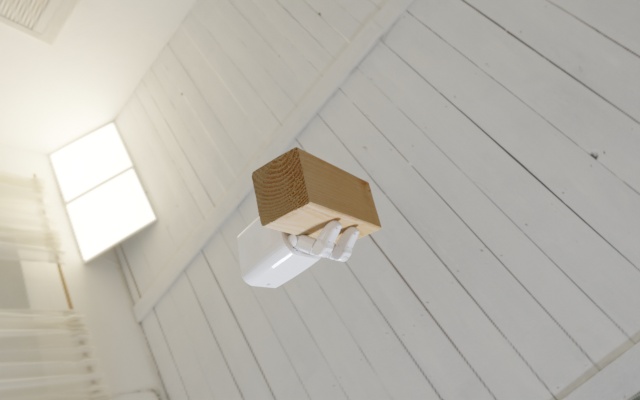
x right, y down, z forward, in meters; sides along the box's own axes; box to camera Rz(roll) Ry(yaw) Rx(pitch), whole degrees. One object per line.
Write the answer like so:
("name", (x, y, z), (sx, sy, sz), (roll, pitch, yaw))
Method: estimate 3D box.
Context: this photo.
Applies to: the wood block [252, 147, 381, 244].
("wood block", (0.000, 0.002, 0.747), (0.090, 0.090, 0.206), (-27, -26, 27))
